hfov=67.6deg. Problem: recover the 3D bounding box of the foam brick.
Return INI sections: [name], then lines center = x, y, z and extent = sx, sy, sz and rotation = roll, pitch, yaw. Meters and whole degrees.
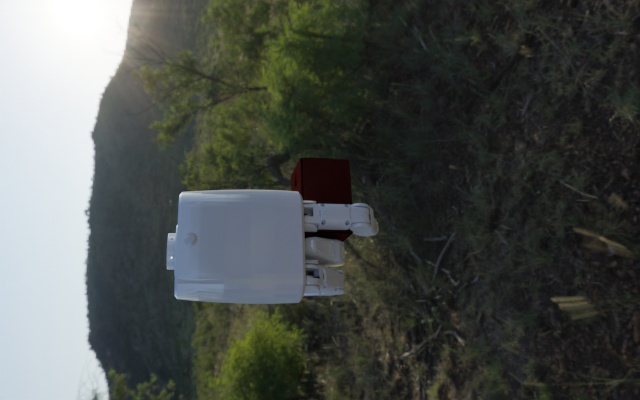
[foam brick]
center = 0.000, 0.001, 0.479
extent = 0.051, 0.078, 0.053
rotation = 2, -18, -13
